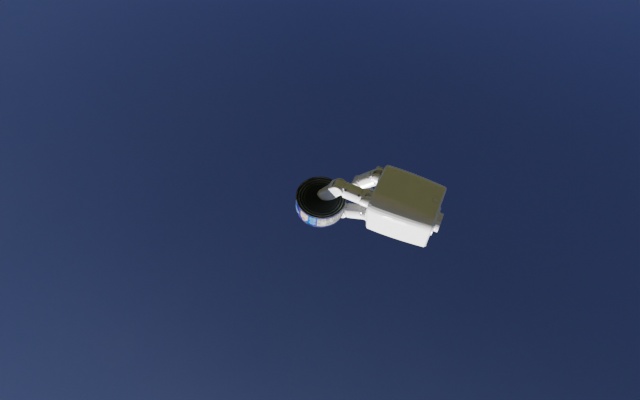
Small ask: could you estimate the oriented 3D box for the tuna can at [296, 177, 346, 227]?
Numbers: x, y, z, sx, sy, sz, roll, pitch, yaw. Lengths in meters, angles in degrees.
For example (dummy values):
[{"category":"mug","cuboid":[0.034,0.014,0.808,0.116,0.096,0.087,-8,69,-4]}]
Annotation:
[{"category":"tuna can","cuboid":[0.000,0.003,0.819,0.086,0.086,0.034,0,-34,-4]}]
